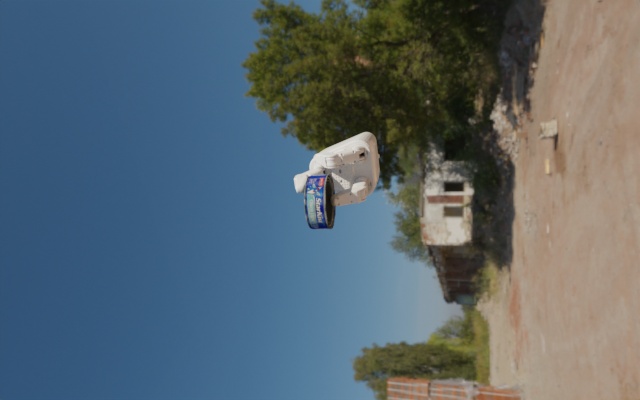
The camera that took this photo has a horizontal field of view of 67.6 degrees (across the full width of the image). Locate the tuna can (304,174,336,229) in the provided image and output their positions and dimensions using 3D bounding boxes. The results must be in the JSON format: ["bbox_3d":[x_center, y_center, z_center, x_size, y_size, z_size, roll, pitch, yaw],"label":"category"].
[{"bbox_3d":[0.000,0.002,0.745,0.034,0.086,0.086,-2,0,12],"label":"tuna can"}]
